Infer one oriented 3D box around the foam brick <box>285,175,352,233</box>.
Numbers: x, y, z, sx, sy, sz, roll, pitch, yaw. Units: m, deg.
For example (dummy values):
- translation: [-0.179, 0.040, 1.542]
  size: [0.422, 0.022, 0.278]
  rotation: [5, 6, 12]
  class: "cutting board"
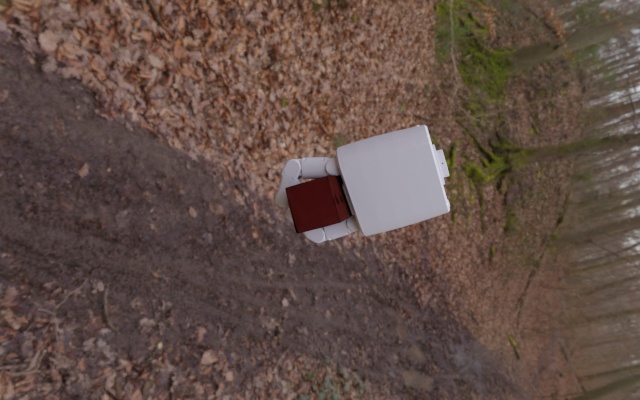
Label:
- translation: [0.000, 0.002, 0.543]
  size: [0.051, 0.053, 0.078]
  rotation: [-15, 2, 15]
  class: "foam brick"
